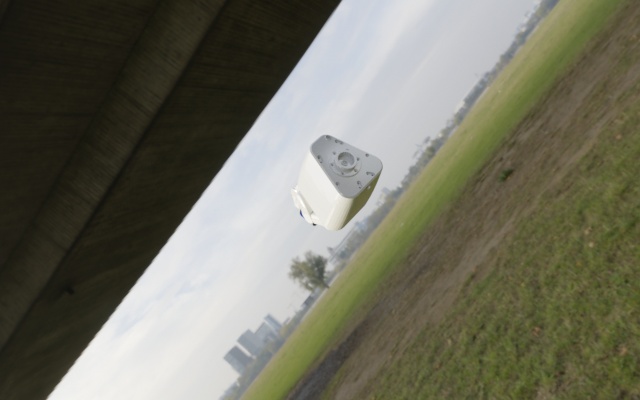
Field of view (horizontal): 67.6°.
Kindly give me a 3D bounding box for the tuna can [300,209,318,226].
[{"bbox_3d":[0.000,0.003,0.869,0.033,0.086,0.086,36,8,12],"label":"tuna can"}]
